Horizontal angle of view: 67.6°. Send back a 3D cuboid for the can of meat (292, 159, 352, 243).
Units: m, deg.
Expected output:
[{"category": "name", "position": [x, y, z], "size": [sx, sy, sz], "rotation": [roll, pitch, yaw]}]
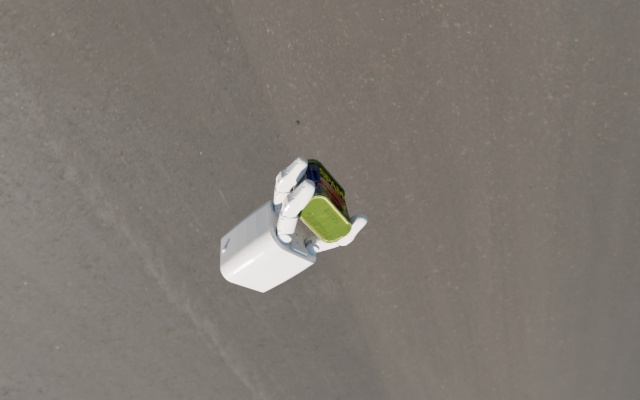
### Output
[{"category": "can of meat", "position": [0.000, 0.003, 0.706], "size": [0.057, 0.084, 0.102], "rotation": [-31, -52, 16]}]
